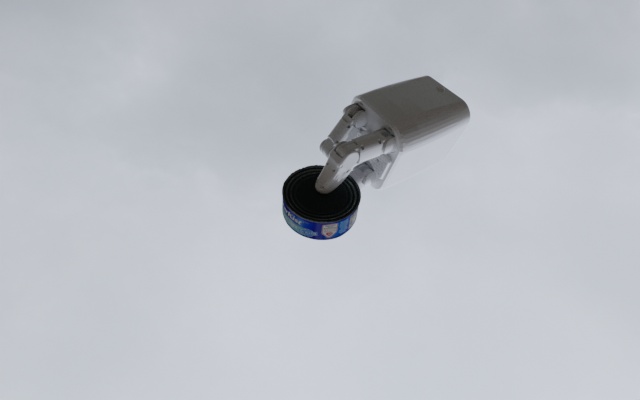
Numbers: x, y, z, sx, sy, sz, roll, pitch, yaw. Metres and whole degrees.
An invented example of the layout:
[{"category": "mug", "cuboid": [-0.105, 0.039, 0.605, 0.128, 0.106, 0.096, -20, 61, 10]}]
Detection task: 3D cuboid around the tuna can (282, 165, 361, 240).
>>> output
[{"category": "tuna can", "cuboid": [0.000, 0.002, 0.527, 0.086, 0.086, 0.034, 0, -43, -6]}]
